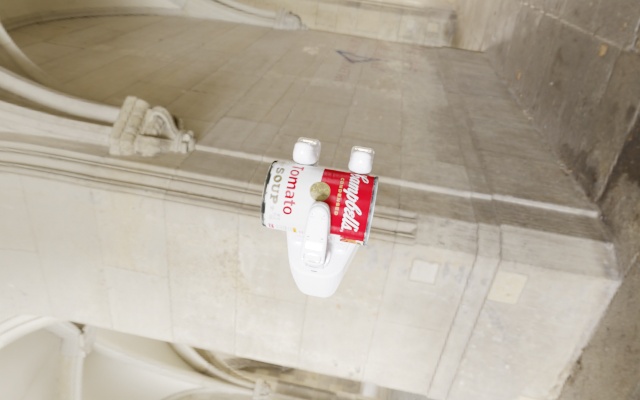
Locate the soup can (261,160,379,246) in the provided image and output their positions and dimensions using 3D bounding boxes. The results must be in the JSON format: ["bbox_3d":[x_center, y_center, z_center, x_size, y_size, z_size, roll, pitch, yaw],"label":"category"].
[{"bbox_3d":[0.000,0.001,0.460,0.102,0.068,0.068,10,1,4],"label":"soup can"}]
